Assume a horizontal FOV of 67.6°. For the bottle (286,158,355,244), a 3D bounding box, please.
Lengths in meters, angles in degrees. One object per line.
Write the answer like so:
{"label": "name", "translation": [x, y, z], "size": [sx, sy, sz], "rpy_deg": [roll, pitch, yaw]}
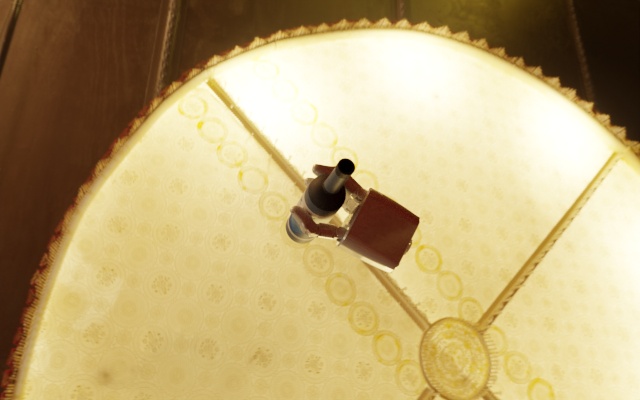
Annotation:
{"label": "bottle", "translation": [0.000, 0.003, 0.826], "size": [0.069, 0.069, 0.296], "rpy_deg": [0, -21, -16]}
